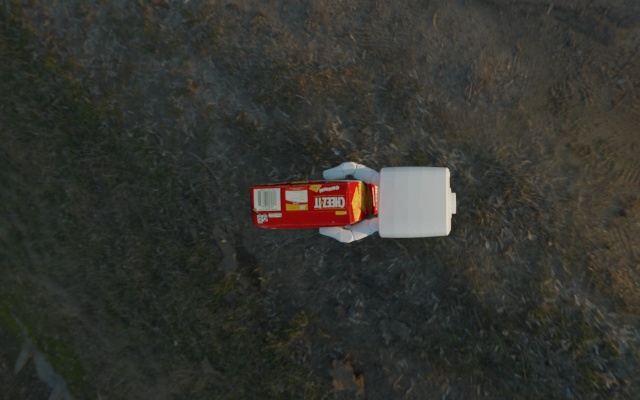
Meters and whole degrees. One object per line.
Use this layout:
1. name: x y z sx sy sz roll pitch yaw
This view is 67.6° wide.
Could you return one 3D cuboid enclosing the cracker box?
1. cracker box: 0.000 0.002 0.815 0.164 0.072 0.213 -2 2 18
